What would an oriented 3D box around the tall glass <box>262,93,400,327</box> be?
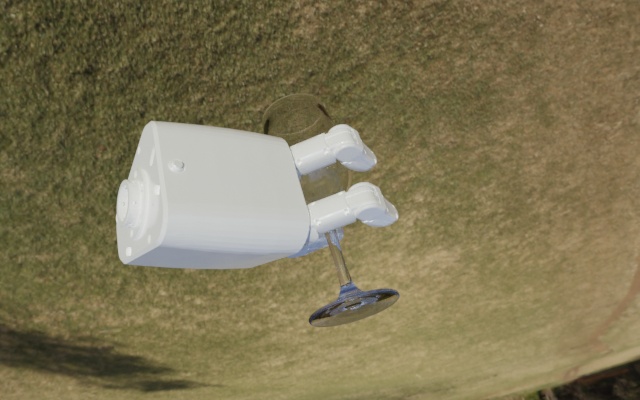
[{"bbox_3d":[0.000,0.002,0.419,0.079,0.201,0.079,-14,-28,-7],"label":"tall glass"}]
